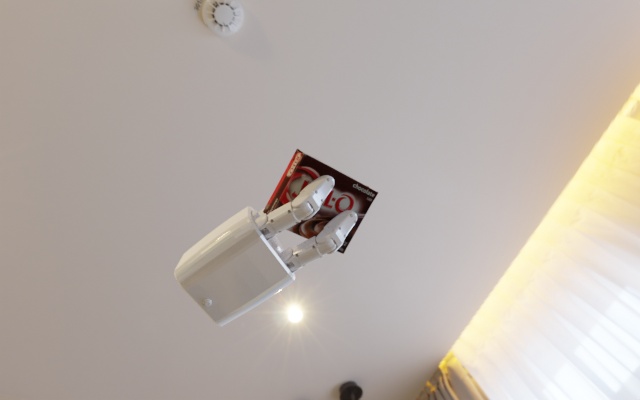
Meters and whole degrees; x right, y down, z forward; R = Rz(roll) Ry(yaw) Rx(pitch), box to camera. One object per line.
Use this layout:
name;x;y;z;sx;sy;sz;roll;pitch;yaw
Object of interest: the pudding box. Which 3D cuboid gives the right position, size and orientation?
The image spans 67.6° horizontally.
pudding box;0.000;0.002;0.580;0.113;0.090;0.039;25;9;-27
